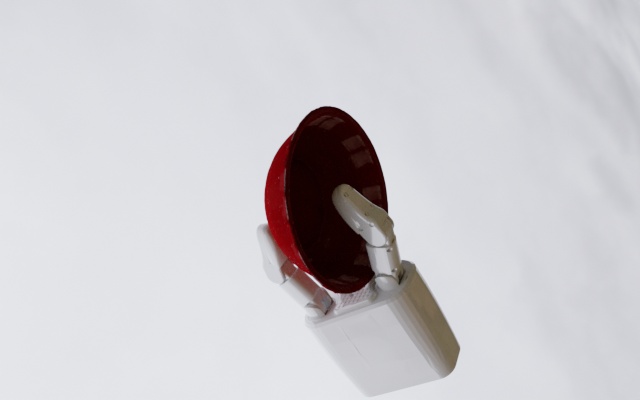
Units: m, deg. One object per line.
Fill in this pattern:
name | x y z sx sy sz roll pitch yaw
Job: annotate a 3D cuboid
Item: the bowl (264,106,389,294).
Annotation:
bowl | -0.001 0.000 0.425 0.055 0.162 0.162 -7 -4 35
